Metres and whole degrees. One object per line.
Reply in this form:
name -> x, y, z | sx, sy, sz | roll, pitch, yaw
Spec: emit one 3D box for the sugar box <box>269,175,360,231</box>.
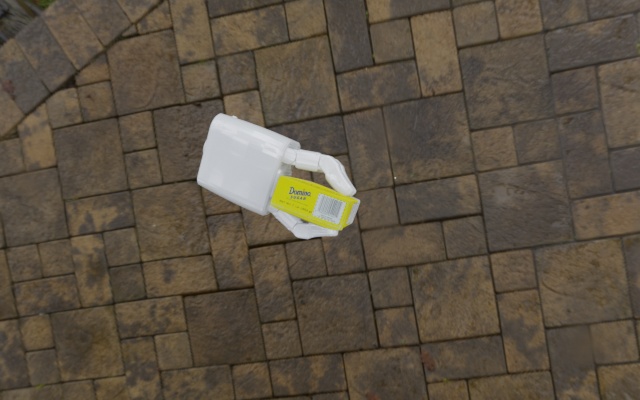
sugar box -> 0.000, 0.002, 0.646 | 0.093, 0.048, 0.176 | 21, 6, 7
